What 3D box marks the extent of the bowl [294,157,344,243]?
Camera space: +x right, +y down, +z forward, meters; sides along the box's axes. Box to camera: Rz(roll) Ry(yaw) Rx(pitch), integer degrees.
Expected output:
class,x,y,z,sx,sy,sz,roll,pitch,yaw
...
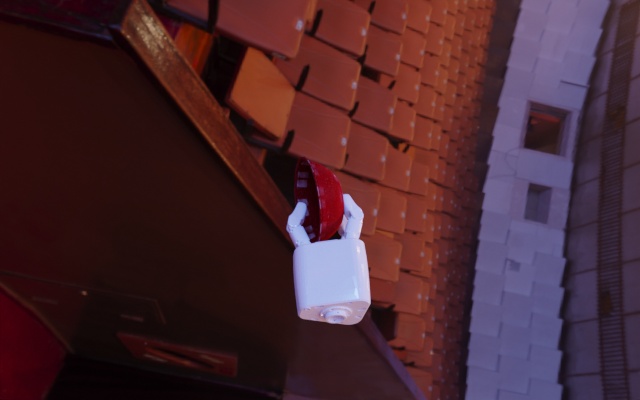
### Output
class,x,y,z,sx,sy,sz,roll,pitch,yaw
bowl,0.000,0.001,0.828,0.055,0.162,0.162,-7,2,-17
